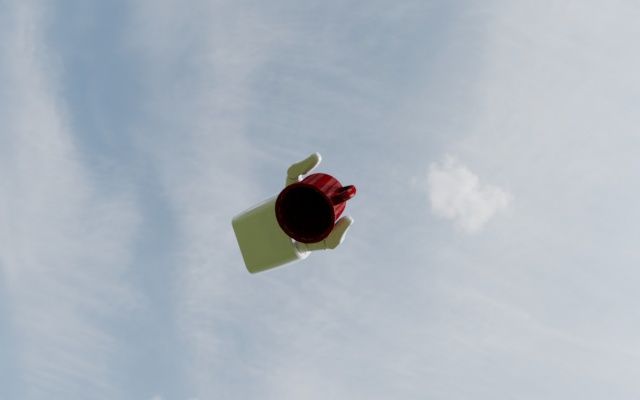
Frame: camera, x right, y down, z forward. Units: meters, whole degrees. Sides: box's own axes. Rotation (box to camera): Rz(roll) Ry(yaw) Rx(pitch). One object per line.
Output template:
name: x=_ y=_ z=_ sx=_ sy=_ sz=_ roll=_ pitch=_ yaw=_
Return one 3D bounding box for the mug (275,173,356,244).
mug: x=0.001 y=0.002 z=0.710 sx=0.117 sy=0.093 sz=0.081 roll=-23 pitch=9 yaw=26
